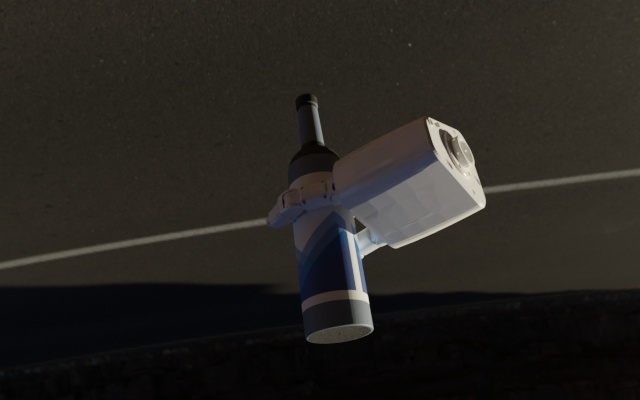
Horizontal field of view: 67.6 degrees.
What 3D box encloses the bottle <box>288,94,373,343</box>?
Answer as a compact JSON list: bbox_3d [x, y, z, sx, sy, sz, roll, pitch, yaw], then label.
[{"bbox_3d":[0.000,0.002,0.530,0.069,0.295,0.069,-6,-29,-3],"label":"bottle"}]
